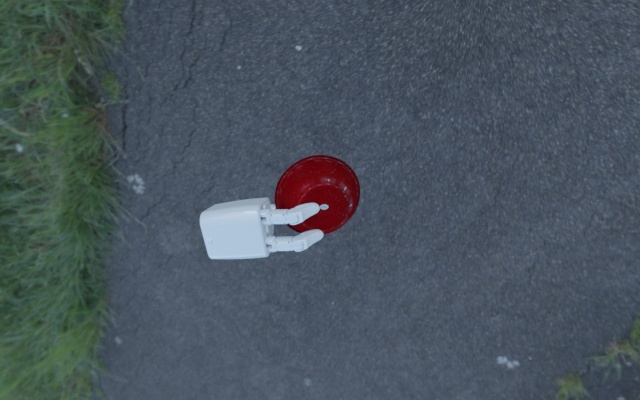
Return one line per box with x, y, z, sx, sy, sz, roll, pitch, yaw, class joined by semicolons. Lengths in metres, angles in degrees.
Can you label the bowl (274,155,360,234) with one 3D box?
0.001;0.002;0.857;0.162;0.162;0.055;0;24;-12;bowl
